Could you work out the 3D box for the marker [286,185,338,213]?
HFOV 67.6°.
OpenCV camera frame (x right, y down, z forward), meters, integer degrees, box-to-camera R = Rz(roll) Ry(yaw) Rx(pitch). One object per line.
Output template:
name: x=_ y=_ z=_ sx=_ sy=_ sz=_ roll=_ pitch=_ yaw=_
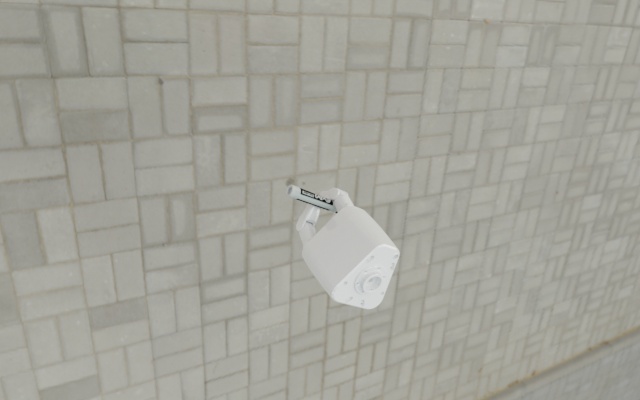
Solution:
marker: x=0.000 y=0.002 z=0.748 sx=0.121 sy=0.020 sz=0.020 roll=21 pitch=-12 yaw=-34
